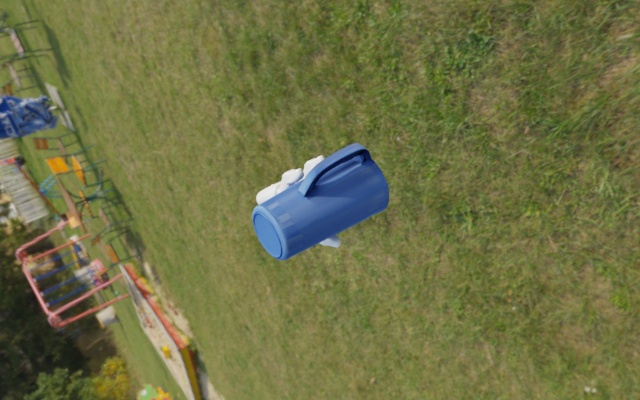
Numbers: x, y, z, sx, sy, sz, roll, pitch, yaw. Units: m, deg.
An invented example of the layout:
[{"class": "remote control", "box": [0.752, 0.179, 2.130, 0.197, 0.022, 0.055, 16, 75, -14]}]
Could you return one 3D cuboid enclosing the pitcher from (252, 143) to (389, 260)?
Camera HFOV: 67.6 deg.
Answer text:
[{"class": "pitcher", "box": [0.000, 0.003, 0.883, 0.243, 0.149, 0.145, -28, 8, -28]}]
